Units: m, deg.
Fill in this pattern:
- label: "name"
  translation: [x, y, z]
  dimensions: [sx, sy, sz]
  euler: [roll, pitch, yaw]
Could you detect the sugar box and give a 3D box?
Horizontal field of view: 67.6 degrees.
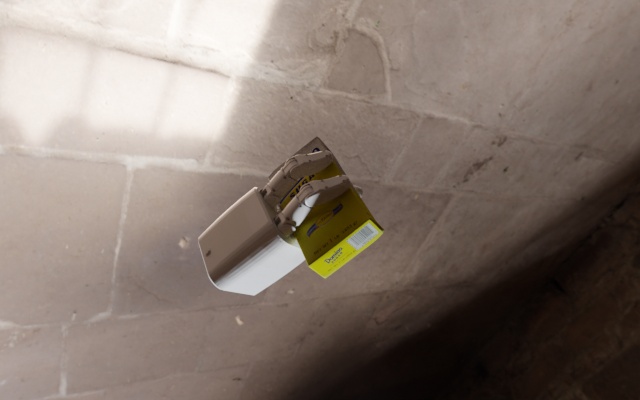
- label: "sugar box"
  translation: [0.000, 0.002, 0.608]
  dimensions: [0.093, 0.176, 0.048]
  euler: [-38, -43, 8]
